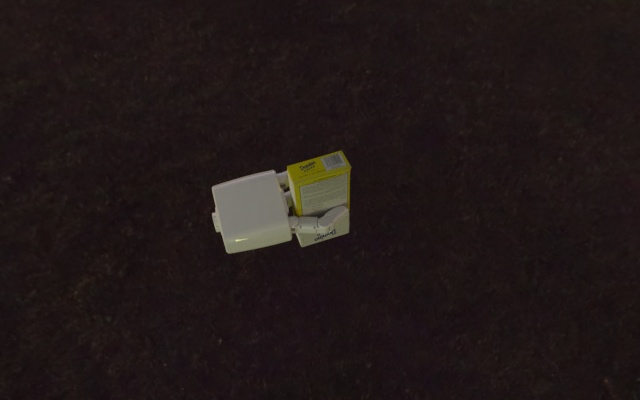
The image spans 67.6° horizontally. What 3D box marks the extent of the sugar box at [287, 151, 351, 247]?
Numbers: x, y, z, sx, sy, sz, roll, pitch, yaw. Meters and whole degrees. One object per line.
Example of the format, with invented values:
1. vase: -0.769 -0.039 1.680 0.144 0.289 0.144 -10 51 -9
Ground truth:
1. sugar box: 0.000 0.002 0.786 0.093 0.048 0.176 -16 -34 -11
